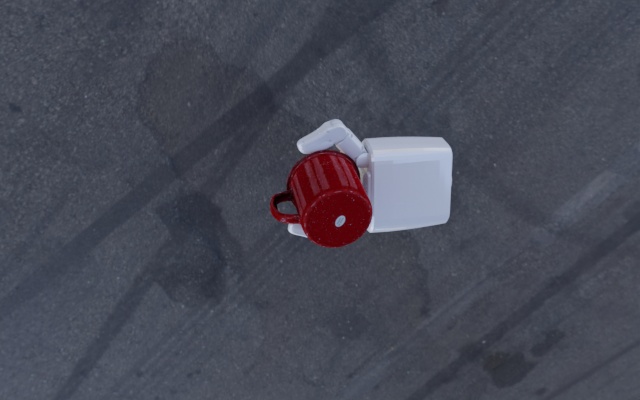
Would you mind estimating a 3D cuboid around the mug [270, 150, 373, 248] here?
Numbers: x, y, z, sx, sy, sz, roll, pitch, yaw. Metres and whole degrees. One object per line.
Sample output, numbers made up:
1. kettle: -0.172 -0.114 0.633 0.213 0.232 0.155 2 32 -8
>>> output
1. mug: -0.001 0.002 0.552 0.117 0.093 0.081 -7 34 -9
